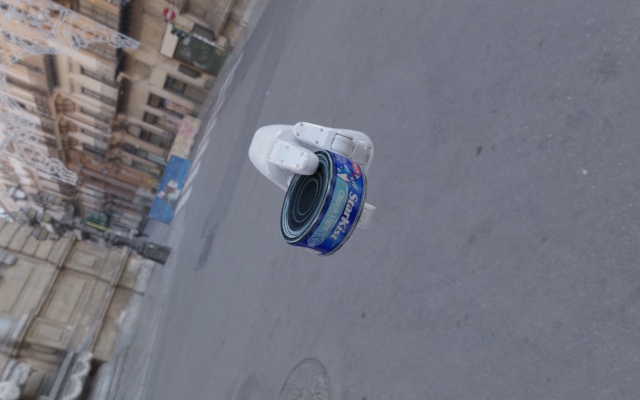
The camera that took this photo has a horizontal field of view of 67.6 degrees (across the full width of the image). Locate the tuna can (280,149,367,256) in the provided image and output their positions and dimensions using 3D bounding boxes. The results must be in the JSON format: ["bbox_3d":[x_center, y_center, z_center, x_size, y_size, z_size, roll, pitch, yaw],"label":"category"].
[{"bbox_3d":[0.000,0.001,0.401,0.034,0.086,0.086,22,-10,-25],"label":"tuna can"}]
